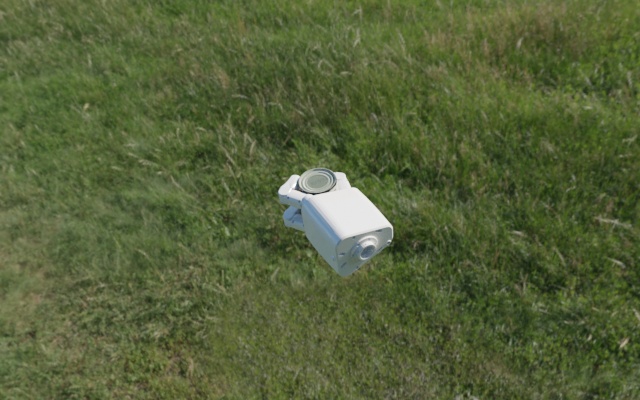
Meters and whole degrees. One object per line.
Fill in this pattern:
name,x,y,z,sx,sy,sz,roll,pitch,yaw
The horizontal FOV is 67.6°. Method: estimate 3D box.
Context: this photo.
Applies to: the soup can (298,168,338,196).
soup can,0.000,0.002,0.833,0.068,0.102,0.068,-5,43,5
